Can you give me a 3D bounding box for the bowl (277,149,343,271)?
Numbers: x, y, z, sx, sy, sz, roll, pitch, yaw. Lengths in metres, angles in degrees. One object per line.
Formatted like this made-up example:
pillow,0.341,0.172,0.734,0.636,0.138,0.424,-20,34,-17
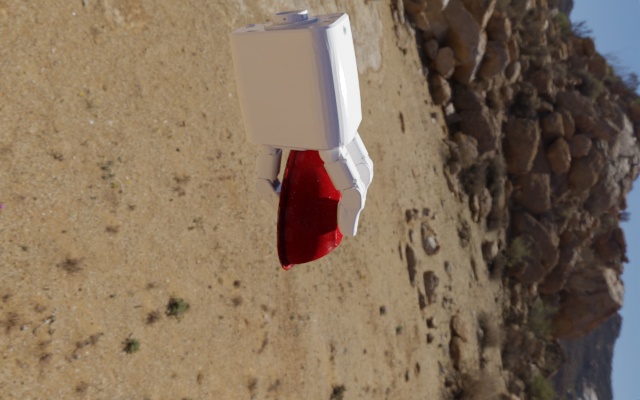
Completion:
bowl,0.001,0.003,0.532,0.055,0.162,0.162,9,1,10
